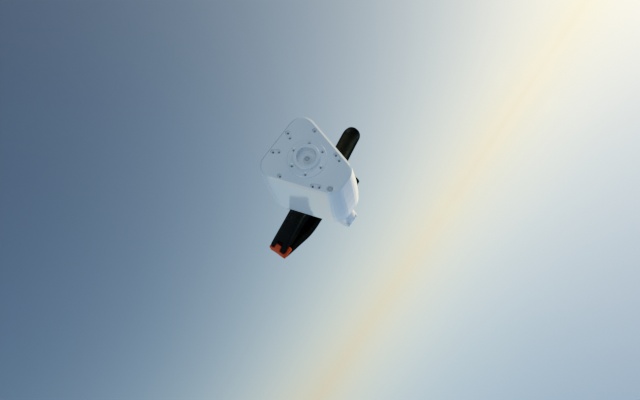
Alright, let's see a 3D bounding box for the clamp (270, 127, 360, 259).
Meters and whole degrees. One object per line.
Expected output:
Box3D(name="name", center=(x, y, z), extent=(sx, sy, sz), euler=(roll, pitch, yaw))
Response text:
Box3D(name="clamp", center=(0.000, 0.003, 0.741), extent=(0.036, 0.210, 0.165), euler=(33, -11, 18))
